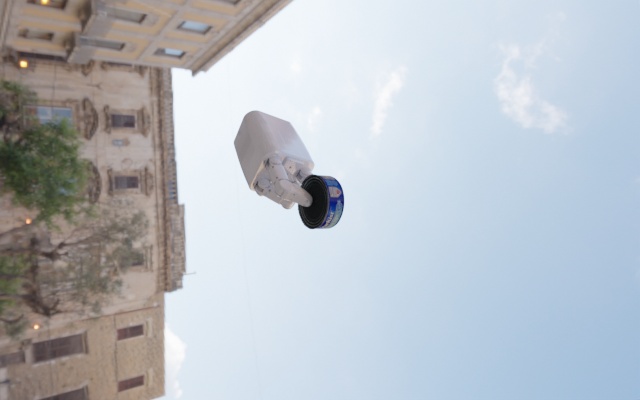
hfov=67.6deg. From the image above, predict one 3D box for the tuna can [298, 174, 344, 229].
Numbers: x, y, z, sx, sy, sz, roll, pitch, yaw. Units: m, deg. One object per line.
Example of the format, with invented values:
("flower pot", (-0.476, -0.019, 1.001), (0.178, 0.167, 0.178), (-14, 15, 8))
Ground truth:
("tuna can", (0.001, 0.003, 0.749), (0.034, 0.086, 0.086), (2, -1, -34))
